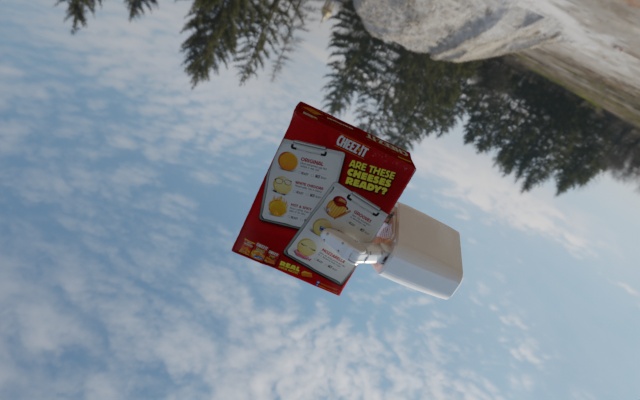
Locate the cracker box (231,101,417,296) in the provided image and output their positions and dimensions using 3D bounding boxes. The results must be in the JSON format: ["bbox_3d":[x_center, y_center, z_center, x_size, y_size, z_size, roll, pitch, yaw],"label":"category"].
[{"bbox_3d":[0.000,0.002,0.633,0.164,0.214,0.072,24,23,-8],"label":"cracker box"}]
